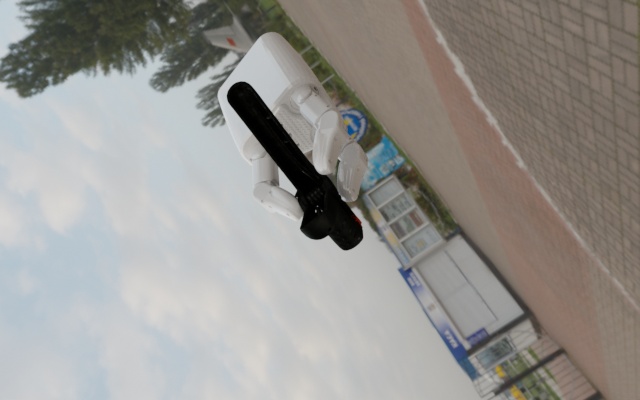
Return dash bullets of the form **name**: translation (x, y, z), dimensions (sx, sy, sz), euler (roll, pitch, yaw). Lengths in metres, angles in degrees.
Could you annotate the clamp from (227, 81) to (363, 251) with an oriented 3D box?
- **clamp**: translation (0.000, 0.002, 0.439), dimensions (0.036, 0.164, 0.210), euler (-34, -38, 6)
